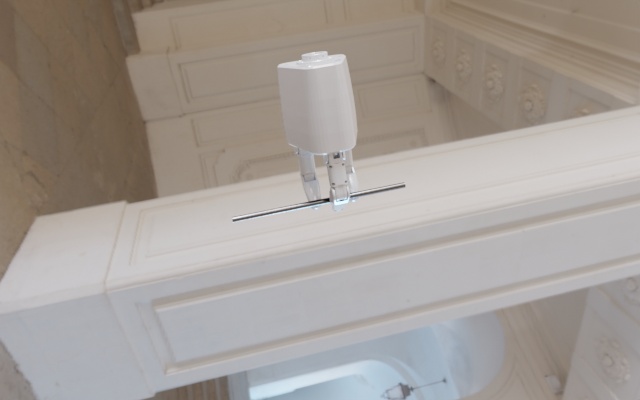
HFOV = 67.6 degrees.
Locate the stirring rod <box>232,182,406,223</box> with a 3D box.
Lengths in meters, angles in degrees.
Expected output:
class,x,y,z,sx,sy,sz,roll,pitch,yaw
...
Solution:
class,x,y,z,sx,sy,sz,roll,pitch,yaw
stirring rod,0.000,0.002,0.648,0.239,0.011,0.011,-11,1,-7
